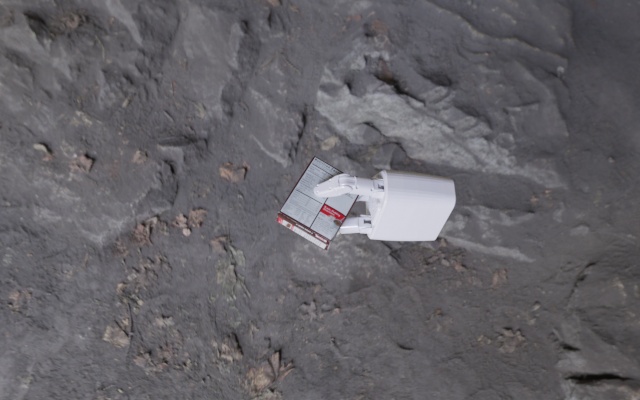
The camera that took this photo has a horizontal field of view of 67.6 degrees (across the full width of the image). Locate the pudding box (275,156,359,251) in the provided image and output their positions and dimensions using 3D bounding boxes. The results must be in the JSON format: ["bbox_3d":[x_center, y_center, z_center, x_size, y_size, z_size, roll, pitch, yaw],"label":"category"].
[{"bbox_3d":[0.000,0.002,0.704,0.090,0.113,0.039,30,-27,4],"label":"pudding box"}]
